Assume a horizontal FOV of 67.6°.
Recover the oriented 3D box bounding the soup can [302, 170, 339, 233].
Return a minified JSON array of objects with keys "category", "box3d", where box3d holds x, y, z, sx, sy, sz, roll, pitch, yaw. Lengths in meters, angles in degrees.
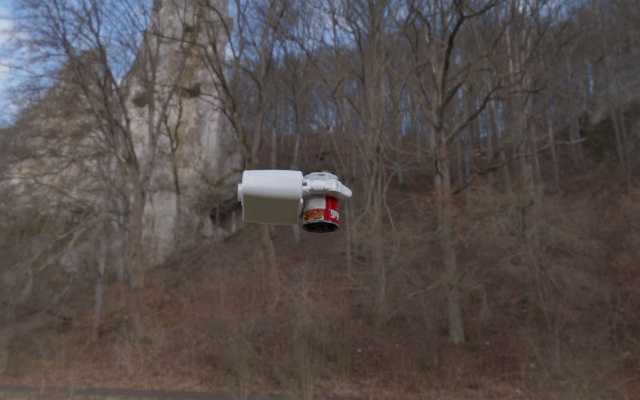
[{"category":"soup can","box3d":[0.001,0.003,0.898,0.068,0.102,0.068,0,-21,0]}]
